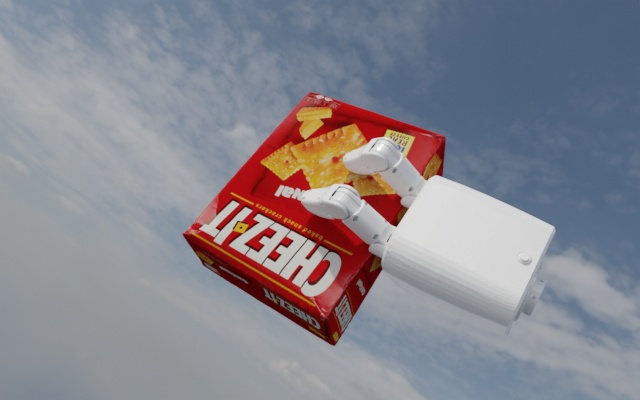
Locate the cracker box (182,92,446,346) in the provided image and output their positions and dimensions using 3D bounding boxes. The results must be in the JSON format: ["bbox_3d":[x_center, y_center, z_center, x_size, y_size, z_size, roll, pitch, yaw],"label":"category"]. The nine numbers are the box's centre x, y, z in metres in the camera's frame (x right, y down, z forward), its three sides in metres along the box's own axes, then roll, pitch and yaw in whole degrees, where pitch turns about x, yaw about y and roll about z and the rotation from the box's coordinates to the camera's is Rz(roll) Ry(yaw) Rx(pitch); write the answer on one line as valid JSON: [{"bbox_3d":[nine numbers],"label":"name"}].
[{"bbox_3d":[0.000,0.002,0.467,0.164,0.213,0.072,25,-27,25],"label":"cracker box"}]
